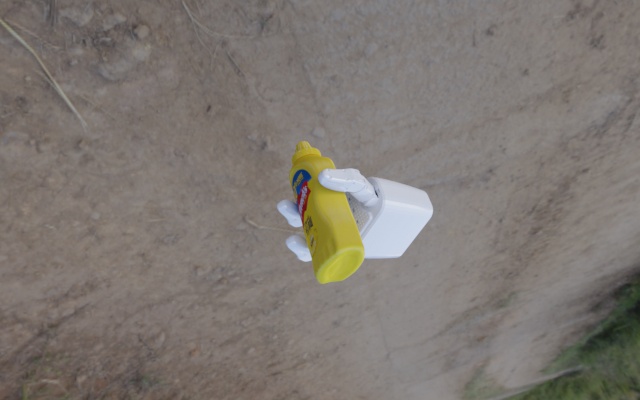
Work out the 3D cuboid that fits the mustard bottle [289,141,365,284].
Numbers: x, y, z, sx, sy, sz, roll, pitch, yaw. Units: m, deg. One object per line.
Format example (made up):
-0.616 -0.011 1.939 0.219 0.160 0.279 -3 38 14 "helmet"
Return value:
0.000 0.002 0.615 0.058 0.191 0.096 -7 -31 -18 "mustard bottle"
